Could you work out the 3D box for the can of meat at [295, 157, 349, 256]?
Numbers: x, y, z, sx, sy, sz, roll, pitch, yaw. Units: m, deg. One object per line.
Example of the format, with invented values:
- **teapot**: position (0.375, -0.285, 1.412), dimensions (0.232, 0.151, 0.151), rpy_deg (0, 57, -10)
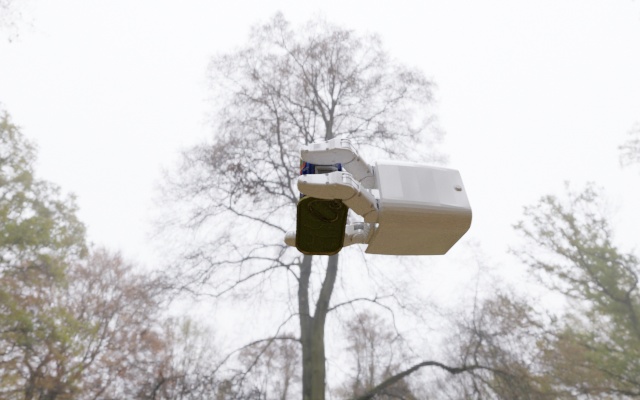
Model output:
- **can of meat**: position (0.000, 0.002, 0.570), dimensions (0.057, 0.083, 0.102), rpy_deg (2, -44, -3)
